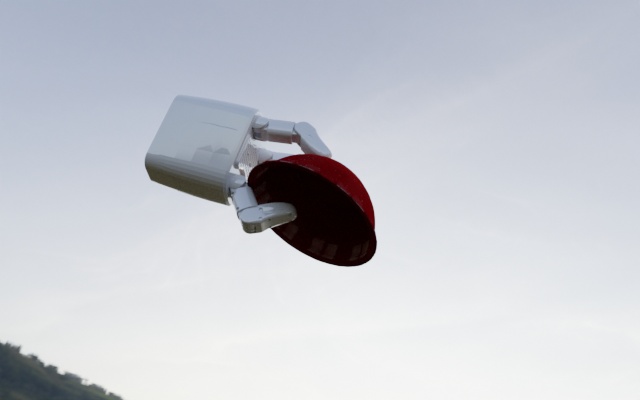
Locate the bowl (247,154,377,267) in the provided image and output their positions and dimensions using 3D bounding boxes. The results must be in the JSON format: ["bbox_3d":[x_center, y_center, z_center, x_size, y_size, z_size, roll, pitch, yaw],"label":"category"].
[{"bbox_3d":[0.001,0.002,0.531,0.162,0.162,0.055,0,43,42],"label":"bowl"}]
